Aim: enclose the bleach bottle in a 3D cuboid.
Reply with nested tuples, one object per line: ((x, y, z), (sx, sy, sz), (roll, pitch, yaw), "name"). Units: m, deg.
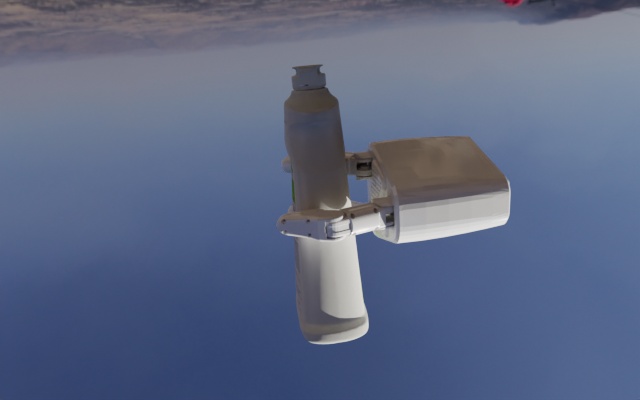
((0.000, 0.002, 0.456), (0.068, 0.251, 0.102), (-7, 18, -7), "bleach bottle")
